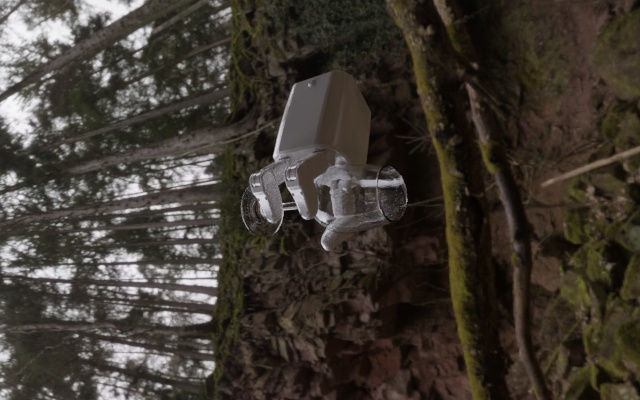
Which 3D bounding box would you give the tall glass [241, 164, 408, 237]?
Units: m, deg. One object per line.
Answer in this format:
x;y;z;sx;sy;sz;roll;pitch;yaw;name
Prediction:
0.000;0.002;0.565;0.201;0.079;0.079;-7;-4;40;tall glass
